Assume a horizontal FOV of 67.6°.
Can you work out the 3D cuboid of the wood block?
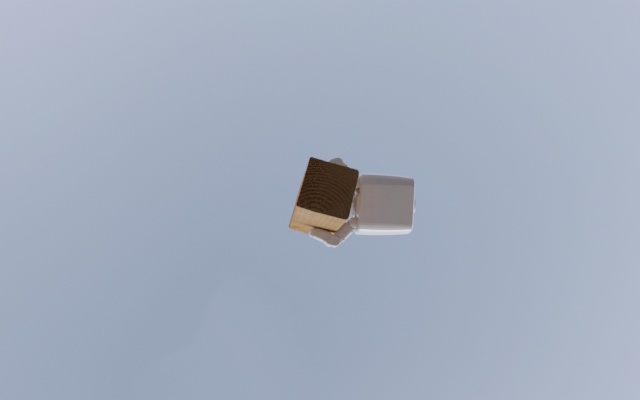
[{"bbox_3d":[0.000,0.003,0.881,0.090,0.090,0.206,15,-15,-3],"label":"wood block"}]
